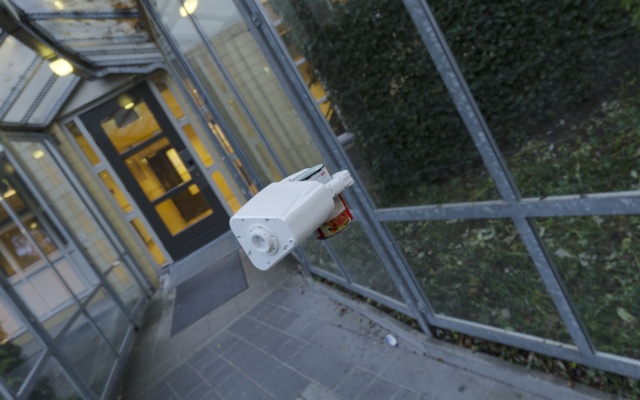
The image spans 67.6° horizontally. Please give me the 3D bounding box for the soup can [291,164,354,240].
[{"bbox_3d":[0.000,0.002,0.757,0.068,0.102,0.068,-29,11,6],"label":"soup can"}]
